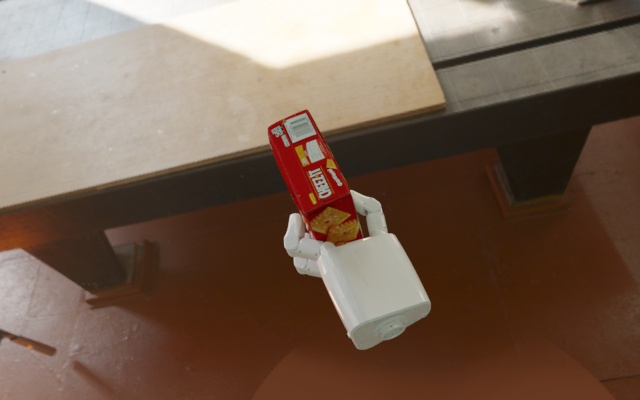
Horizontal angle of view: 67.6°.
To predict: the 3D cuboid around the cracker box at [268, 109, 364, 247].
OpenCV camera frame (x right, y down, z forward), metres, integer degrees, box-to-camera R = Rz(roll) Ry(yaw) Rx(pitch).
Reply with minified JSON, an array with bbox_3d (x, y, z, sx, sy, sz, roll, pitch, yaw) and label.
[{"bbox_3d":[0.000,0.002,0.695,0.072,0.164,0.214,-23,-35,-3],"label":"cracker box"}]
